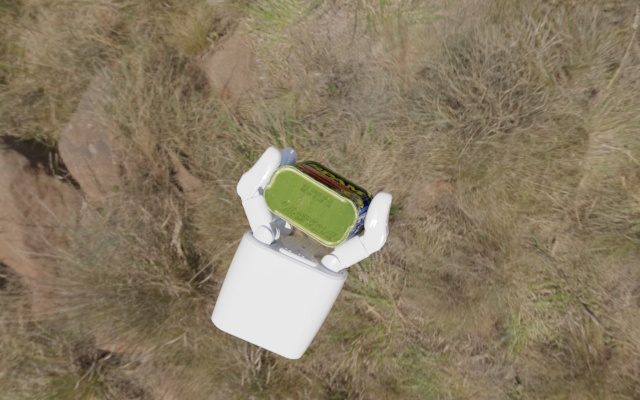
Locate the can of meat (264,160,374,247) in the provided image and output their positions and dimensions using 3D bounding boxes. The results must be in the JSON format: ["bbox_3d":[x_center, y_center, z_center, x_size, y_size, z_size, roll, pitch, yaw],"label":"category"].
[{"bbox_3d":[0.000,0.002,0.497,0.102,0.057,0.084,31,13,11],"label":"can of meat"}]
